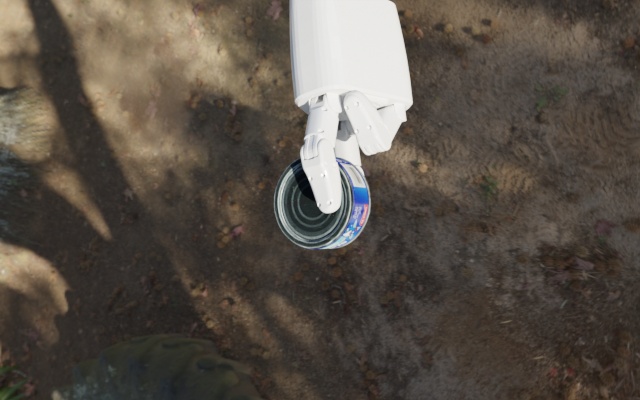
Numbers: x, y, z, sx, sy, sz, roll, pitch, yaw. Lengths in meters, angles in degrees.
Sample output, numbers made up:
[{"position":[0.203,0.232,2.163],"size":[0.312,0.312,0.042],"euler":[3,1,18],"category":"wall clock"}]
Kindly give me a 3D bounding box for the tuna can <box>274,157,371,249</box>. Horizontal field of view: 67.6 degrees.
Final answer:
[{"position":[0.000,0.001,0.431],"size":[0.086,0.086,0.034],"euler":[0,-2,33],"category":"tuna can"}]
